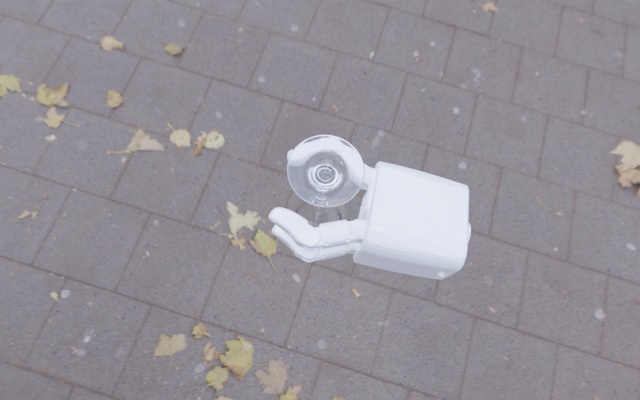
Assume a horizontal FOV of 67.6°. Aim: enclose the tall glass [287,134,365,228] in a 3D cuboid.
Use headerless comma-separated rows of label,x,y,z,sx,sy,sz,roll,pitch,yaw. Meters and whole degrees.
tall glass,0.000,0.001,0.545,0.079,0.079,0.201,0,-18,-4
